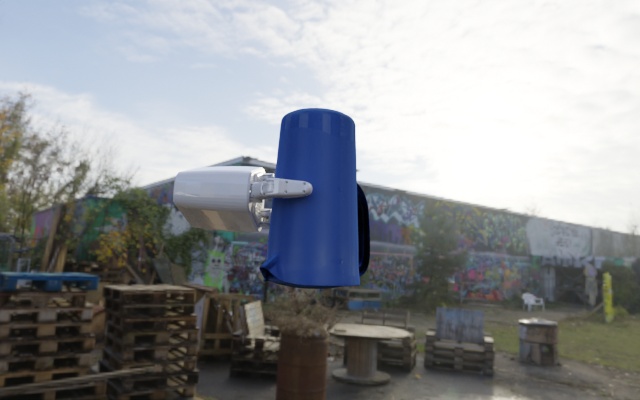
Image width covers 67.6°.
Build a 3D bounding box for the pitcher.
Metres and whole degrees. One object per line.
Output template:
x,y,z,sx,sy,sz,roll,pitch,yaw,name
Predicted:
0.000,0.002,0.678,0.145,0.243,0.149,2,-7,6,pitcher
